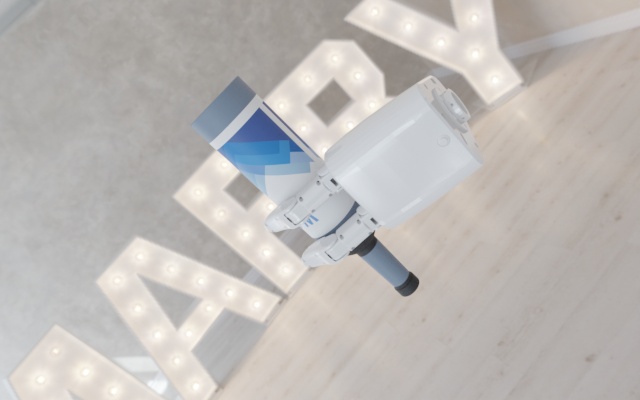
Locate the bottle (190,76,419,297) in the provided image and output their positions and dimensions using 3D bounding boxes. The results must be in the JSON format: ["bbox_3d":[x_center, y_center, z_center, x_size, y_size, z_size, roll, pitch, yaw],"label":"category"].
[{"bbox_3d":[0.000,0.001,0.499,0.296,0.069,0.069,44,-16,-17],"label":"bottle"}]
